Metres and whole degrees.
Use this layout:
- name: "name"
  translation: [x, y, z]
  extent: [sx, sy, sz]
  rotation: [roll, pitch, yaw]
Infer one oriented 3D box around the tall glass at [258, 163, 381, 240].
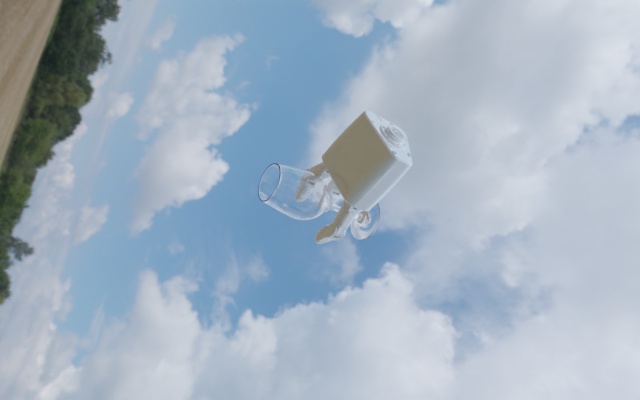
- name: "tall glass"
  translation: [0.001, 0.003, 0.772]
  extent: [0.201, 0.079, 0.079]
  rotation: [21, -12, -33]
